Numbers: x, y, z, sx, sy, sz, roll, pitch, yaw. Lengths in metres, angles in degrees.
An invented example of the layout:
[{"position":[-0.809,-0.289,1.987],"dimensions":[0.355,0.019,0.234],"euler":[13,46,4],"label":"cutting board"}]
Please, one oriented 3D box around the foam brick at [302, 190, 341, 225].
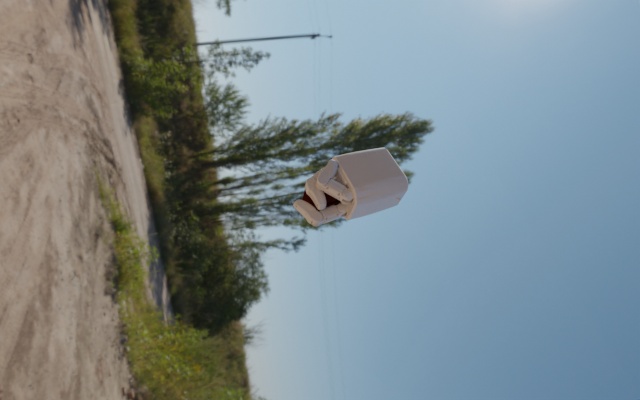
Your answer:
[{"position":[0.000,0.003,0.894],"dimensions":[0.051,0.053,0.078],"euler":[-17,-22,-17],"label":"foam brick"}]
